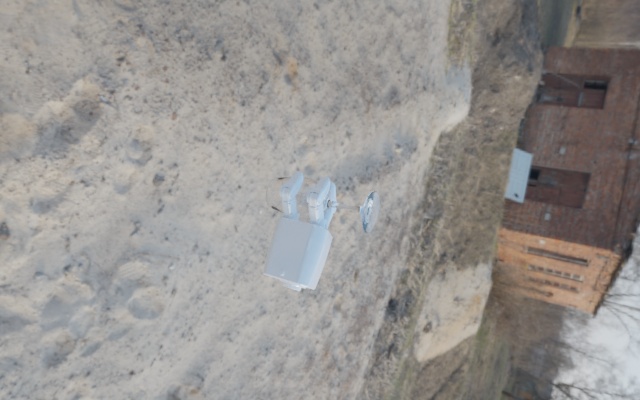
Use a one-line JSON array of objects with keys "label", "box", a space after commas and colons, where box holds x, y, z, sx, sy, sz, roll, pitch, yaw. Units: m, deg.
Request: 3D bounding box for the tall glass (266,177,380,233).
[{"label": "tall glass", "box": [0.001, 0.003, 0.866, 0.201, 0.079, 0.079, 11, 5, 27]}]
